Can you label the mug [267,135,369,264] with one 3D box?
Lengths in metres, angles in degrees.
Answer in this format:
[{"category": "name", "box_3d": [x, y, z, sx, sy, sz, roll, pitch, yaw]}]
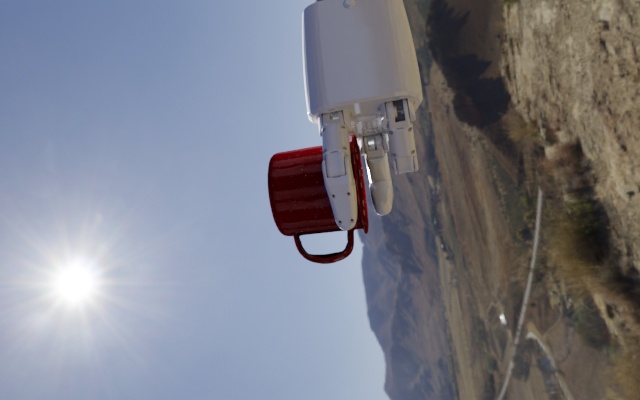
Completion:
[{"category": "mug", "box_3d": [0.000, 0.003, 0.449, 0.081, 0.117, 0.093, -7, -14, 9]}]
